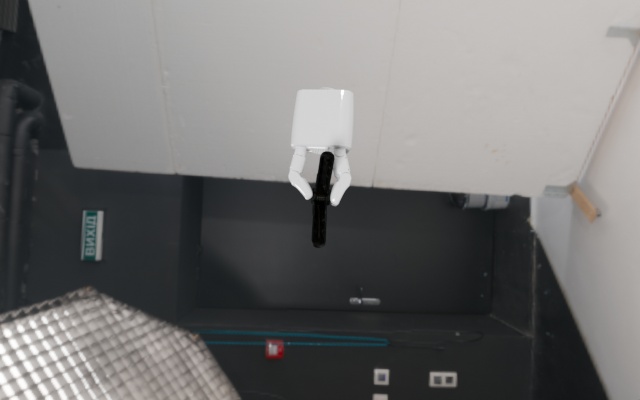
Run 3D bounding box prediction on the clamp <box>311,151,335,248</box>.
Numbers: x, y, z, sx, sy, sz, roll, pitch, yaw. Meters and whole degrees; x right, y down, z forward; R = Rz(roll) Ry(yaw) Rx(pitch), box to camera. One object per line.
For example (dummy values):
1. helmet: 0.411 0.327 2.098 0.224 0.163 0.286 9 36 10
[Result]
1. clamp: -0.001 0.003 0.893 0.036 0.164 0.210 7 -3 -2
